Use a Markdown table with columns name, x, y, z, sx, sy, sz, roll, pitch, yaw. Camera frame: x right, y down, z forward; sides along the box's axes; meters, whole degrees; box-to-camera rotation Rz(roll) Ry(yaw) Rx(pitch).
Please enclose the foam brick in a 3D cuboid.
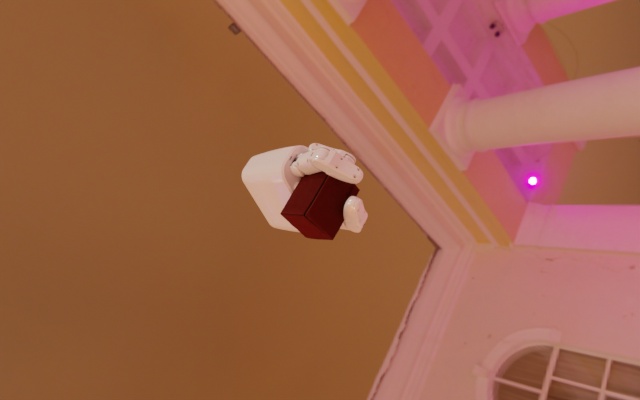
| name | x | y | z | sx | sy | sz | roll | pitch | yaw |
| --- | --- | --- | --- | --- | --- | --- | --- | --- | --- |
| foam brick | 0.000 | 0.002 | 0.573 | 0.051 | 0.078 | 0.053 | -1 | -39 | 50 |
